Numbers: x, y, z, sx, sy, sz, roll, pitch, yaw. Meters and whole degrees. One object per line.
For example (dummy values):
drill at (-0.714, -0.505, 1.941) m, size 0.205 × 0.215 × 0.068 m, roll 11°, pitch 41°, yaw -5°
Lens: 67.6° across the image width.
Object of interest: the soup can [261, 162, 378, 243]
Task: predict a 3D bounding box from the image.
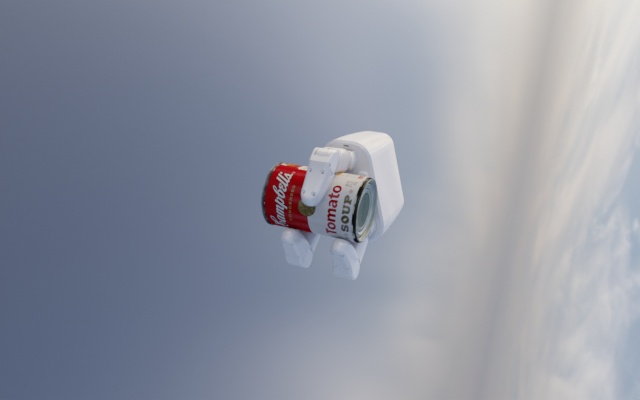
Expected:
soup can at (0.000, 0.002, 0.489) m, size 0.102 × 0.068 × 0.068 m, roll 11°, pitch 4°, yaw 22°
